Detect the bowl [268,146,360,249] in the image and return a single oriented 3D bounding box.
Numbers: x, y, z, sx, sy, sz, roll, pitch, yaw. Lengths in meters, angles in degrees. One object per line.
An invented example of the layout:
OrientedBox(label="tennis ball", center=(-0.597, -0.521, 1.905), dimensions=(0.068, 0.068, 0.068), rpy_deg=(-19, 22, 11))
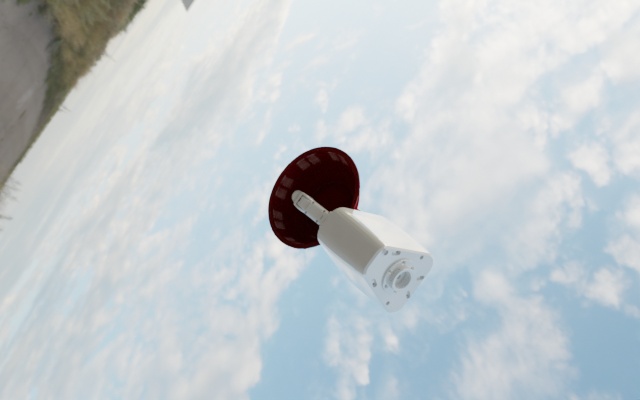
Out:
OrientedBox(label="bowl", center=(0.000, 0.002, 0.720), dimensions=(0.162, 0.162, 0.055), rpy_deg=(0, -21, 35))
